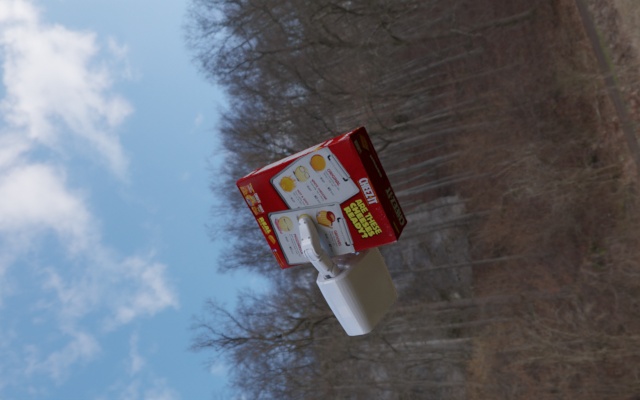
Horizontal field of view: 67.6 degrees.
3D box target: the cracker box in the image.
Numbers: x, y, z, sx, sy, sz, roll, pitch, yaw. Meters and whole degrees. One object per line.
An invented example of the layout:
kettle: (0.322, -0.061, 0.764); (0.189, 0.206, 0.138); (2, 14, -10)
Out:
cracker box: (0.000, 0.003, 0.726); (0.214, 0.164, 0.072); (-18, 15, 31)
